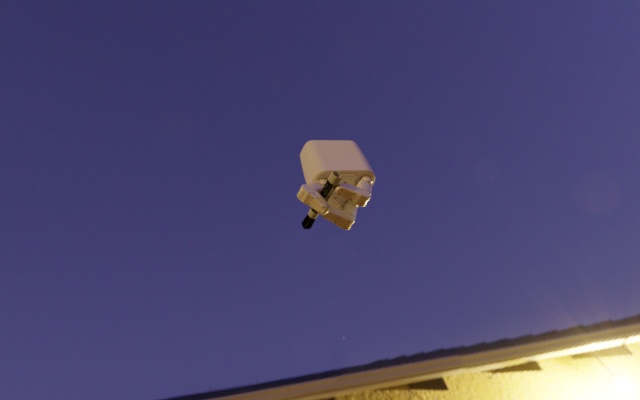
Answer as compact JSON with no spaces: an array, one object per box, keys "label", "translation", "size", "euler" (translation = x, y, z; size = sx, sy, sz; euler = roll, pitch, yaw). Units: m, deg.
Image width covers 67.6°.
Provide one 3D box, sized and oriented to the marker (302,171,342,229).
[{"label":"marker","translation":[0.000,0.003,0.795],"size":[0.020,0.121,0.020],"euler":[22,32,-15]}]
